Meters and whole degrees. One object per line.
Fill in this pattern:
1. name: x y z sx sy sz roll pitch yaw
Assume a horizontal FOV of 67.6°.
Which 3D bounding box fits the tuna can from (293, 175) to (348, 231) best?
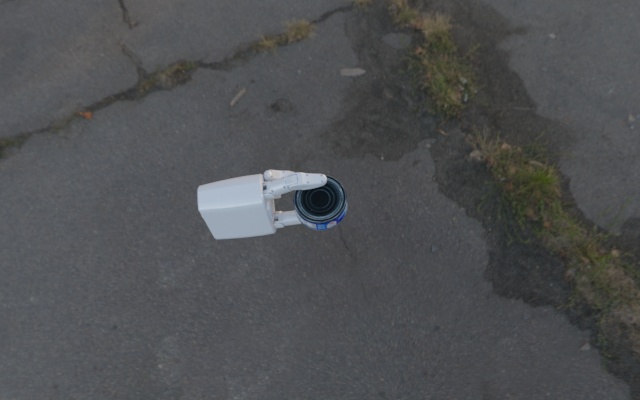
1. tuna can: 0.000 0.002 0.759 0.086 0.086 0.034 0 -23 3
